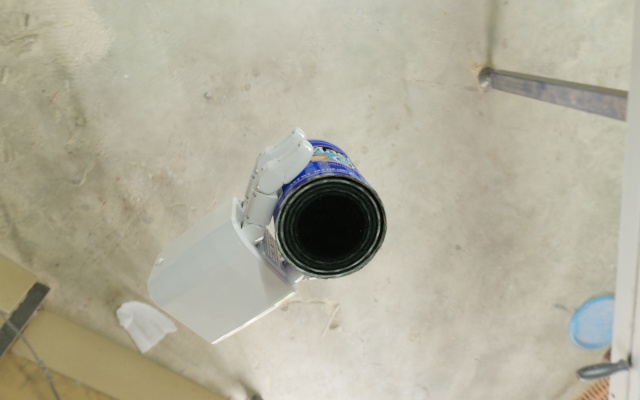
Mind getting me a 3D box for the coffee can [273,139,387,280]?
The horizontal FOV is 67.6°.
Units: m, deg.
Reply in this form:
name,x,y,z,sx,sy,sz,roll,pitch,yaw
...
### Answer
name,x,y,z,sx,sy,sz,roll,pitch,yaw
coffee can,0.000,0.001,0.489,0.103,0.103,0.140,0,20,-9
